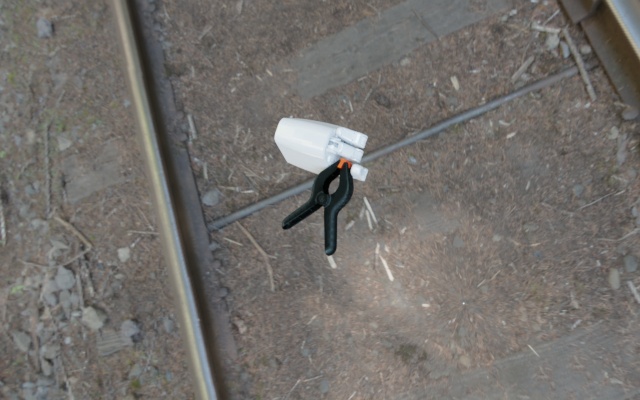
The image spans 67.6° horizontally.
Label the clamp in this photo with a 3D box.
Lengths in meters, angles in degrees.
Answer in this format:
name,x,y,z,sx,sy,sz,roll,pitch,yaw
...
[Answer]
name,x,y,z,sx,sy,sz,roll,pitch,yaw
clamp,0.000,0.003,0.861,0.120,0.171,0.039,18,-6,24
